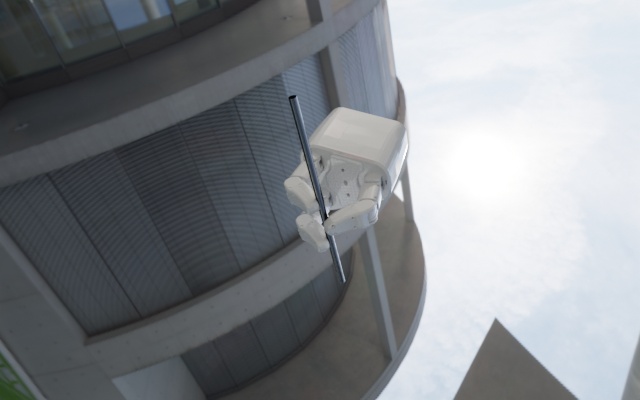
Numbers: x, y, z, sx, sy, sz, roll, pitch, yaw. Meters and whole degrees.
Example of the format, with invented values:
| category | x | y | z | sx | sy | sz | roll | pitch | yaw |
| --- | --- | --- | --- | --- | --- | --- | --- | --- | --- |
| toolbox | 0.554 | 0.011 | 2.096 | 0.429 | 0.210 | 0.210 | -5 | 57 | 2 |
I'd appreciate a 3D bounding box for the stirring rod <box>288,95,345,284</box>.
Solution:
| category | x | y | z | sx | sy | sz | roll | pitch | yaw |
| --- | --- | --- | --- | --- | --- | --- | --- | --- | --- |
| stirring rod | 0.000 | 0.002 | 0.500 | 0.011 | 0.240 | 0.011 | -10 | 36 | 7 |
